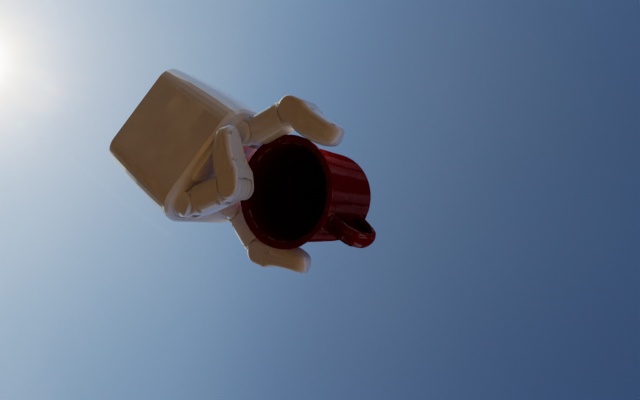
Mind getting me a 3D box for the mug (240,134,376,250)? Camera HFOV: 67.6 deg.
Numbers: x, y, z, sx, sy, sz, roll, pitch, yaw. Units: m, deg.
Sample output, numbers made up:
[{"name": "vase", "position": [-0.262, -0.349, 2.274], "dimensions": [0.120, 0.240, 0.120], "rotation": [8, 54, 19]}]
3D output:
[{"name": "mug", "position": [0.001, 0.002, 0.410], "dimensions": [0.117, 0.093, 0.081], "rotation": [36, 16, 29]}]
